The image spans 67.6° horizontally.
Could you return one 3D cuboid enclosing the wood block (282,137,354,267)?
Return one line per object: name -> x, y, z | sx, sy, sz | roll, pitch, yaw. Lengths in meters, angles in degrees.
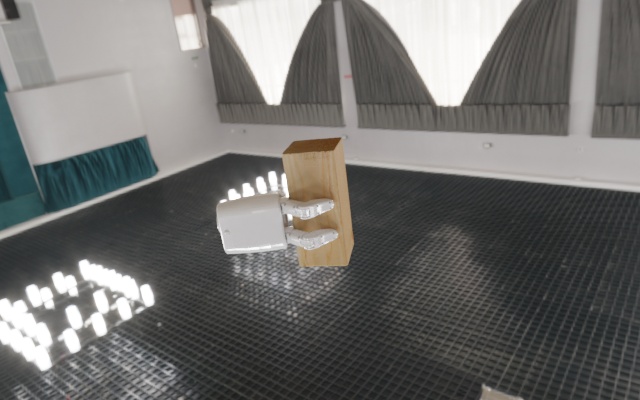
wood block -> 0.000, 0.003, 0.835 | 0.090, 0.206, 0.090 | -3, 21, 12
